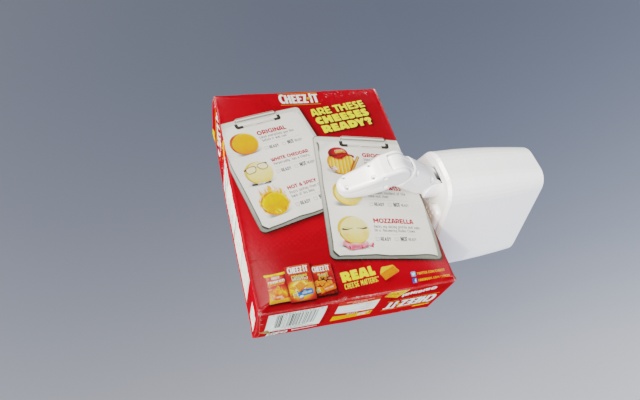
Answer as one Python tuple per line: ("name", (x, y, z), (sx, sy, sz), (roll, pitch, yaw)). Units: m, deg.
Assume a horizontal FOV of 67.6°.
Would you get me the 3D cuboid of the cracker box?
("cracker box", (0.000, 0.001, 0.431), (0.164, 0.213, 0.072), (-7, -31, -18))
